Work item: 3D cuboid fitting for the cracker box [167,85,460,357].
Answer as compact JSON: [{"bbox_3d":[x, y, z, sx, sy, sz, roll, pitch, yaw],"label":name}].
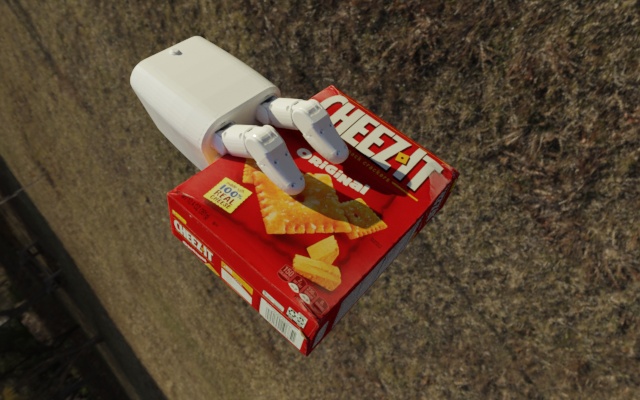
[{"bbox_3d":[0.000,0.002,0.434,0.213,0.164,0.072,-41,-20,-32],"label":"cracker box"}]
